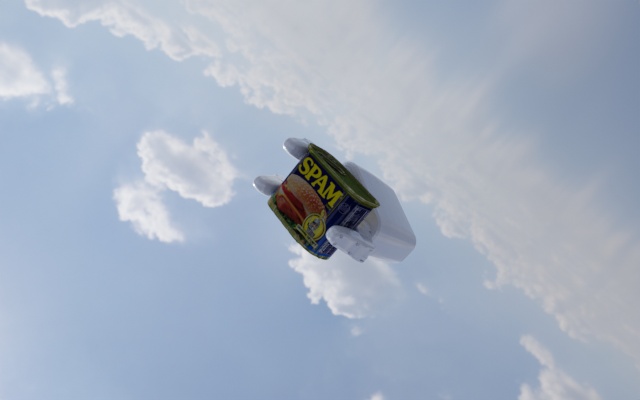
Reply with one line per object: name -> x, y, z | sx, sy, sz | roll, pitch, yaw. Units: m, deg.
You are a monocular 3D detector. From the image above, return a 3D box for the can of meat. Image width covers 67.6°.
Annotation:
can of meat -> 0.000, 0.002, 0.523 | 0.057, 0.084, 0.102 | 20, 24, -53
